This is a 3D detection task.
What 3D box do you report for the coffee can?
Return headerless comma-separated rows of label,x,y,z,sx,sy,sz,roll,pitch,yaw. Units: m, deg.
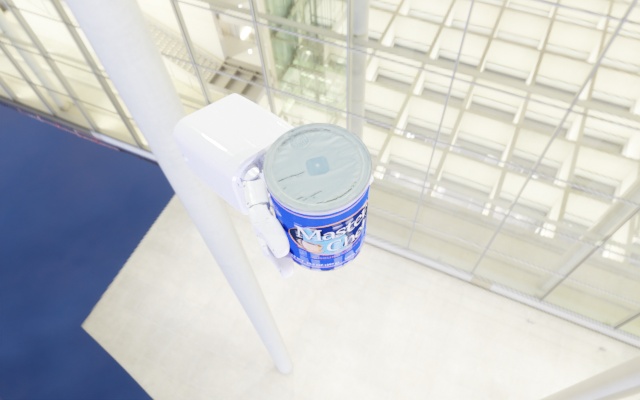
coffee can,0.000,0.002,0.507,0.103,0.102,0.140,0,-31,3
